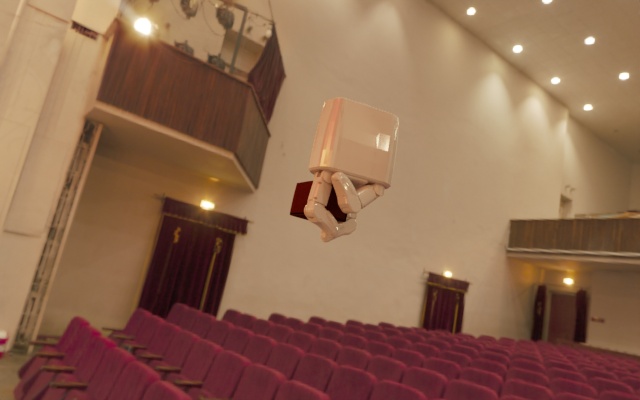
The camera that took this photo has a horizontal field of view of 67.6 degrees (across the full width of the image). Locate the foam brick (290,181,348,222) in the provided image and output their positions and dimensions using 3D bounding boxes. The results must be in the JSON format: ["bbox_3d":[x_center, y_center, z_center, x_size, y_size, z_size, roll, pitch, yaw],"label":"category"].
[{"bbox_3d":[0.000,0.002,0.708,0.053,0.051,0.078,18,-13,-34],"label":"foam brick"}]
